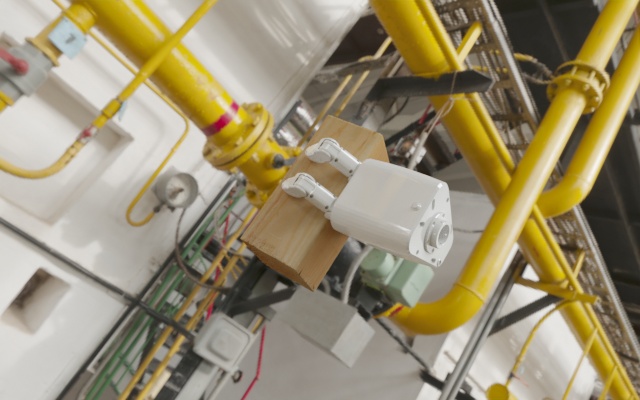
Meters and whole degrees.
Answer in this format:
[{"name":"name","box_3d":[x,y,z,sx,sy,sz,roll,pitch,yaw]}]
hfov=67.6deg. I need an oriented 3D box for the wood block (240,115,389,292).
[{"name":"wood block","box_3d":[0.001,0.002,0.635,0.090,0.206,0.091,25,-19,27]}]
